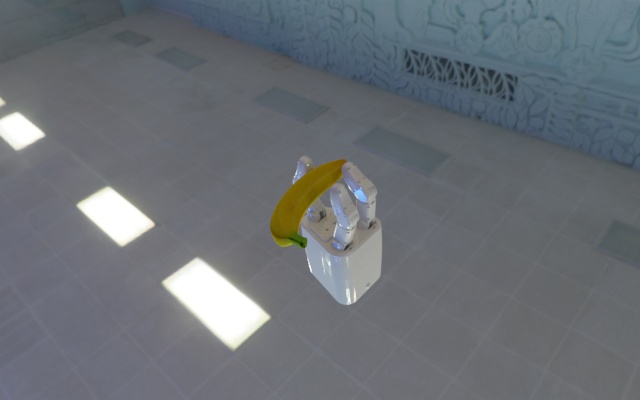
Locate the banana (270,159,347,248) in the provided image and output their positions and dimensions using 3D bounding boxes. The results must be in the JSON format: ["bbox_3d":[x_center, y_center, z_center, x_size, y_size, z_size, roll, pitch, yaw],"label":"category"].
[{"bbox_3d":[-0.019,0.003,0.616,0.069,0.037,0.197,4,35,18],"label":"banana"}]
